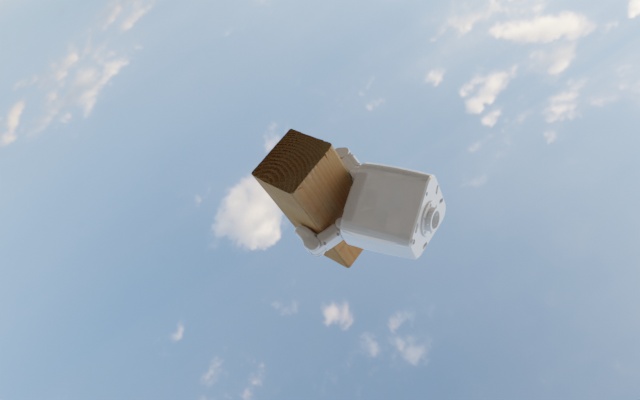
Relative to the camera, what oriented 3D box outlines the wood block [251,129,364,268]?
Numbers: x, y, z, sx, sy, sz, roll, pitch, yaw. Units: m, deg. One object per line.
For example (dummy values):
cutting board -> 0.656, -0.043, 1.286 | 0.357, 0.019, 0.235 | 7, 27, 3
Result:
wood block -> 0.000, 0.003, 0.713 | 0.090, 0.091, 0.206 | 26, -20, 40
